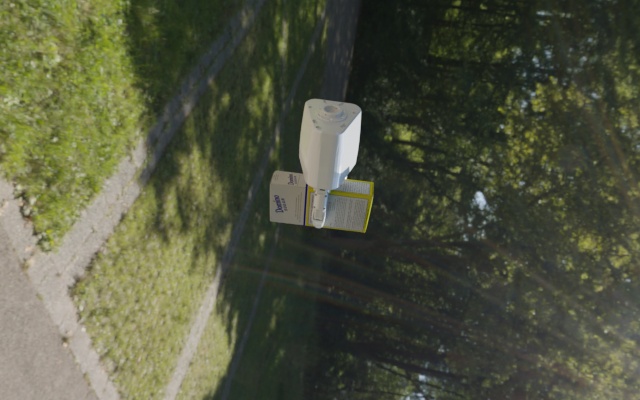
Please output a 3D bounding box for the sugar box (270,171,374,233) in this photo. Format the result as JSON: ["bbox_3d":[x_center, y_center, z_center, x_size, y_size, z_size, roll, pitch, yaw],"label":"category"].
[{"bbox_3d":[0.000,0.002,0.844,0.176,0.093,0.048,9,42,3],"label":"sugar box"}]
